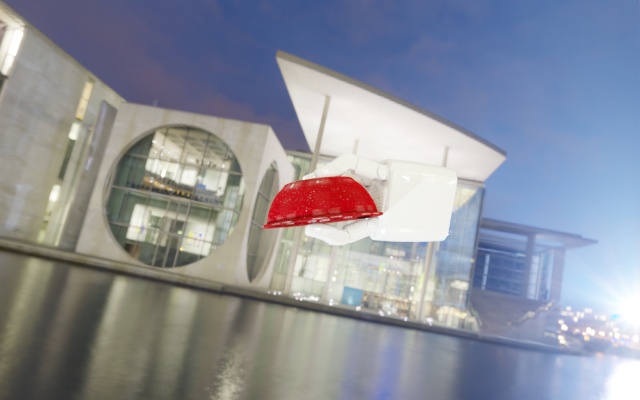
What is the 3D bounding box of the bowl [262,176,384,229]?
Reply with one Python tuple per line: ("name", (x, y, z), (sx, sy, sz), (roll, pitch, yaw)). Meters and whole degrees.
("bowl", (-0.001, 0.002, 0.632), (0.162, 0.055, 0.162), (-7, -4, -1))
